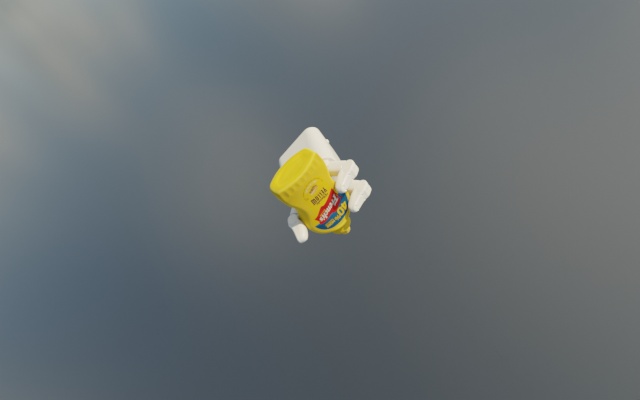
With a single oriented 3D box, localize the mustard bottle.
[{"bbox_3d":[0.000,0.003,0.829,0.058,0.096,0.192,32,-12,46],"label":"mustard bottle"}]
